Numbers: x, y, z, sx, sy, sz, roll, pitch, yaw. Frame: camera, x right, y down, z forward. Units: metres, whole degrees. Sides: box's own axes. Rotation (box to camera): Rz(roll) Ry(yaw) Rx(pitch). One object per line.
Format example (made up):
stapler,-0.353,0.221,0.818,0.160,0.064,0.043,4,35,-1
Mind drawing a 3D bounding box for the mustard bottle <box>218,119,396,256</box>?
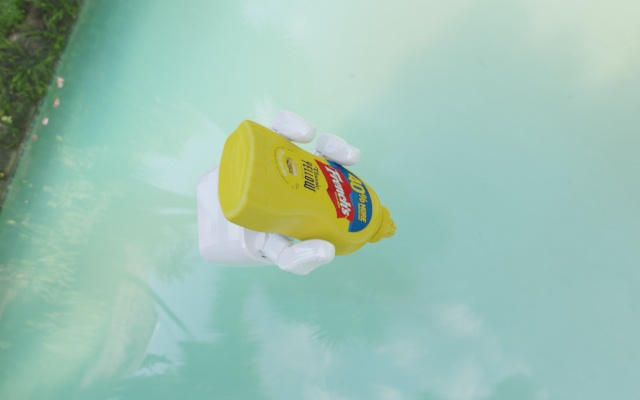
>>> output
mustard bottle,0.000,0.001,0.448,0.192,0.096,0.058,23,-47,-34
